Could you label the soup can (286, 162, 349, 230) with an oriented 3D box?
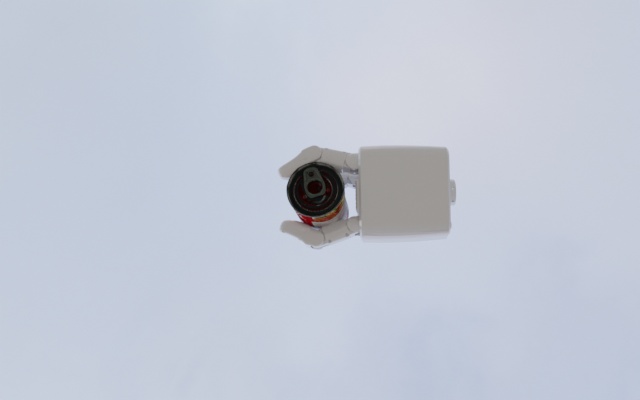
[{"bbox_3d":[0.000,0.002,0.596,0.068,0.068,0.102,0,-18,7],"label":"soup can"}]
